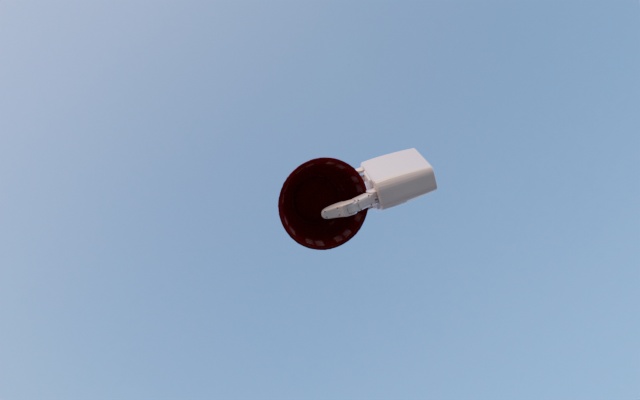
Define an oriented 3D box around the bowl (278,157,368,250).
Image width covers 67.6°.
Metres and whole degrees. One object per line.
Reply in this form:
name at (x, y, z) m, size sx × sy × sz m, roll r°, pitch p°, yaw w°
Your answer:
bowl at (-0.001, 0.003, 0.839) m, size 0.162 × 0.162 × 0.055 m, roll 0°, pitch 10°, yaw -17°
